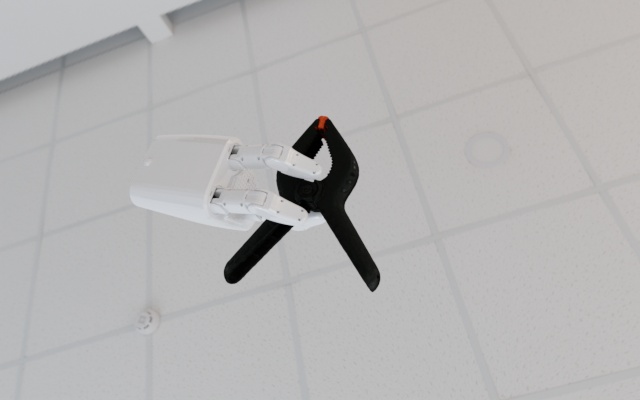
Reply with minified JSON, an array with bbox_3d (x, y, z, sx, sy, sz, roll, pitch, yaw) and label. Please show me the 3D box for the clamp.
[{"bbox_3d":[0.000,0.002,0.511,0.164,0.210,0.036,7,-26,22],"label":"clamp"}]
